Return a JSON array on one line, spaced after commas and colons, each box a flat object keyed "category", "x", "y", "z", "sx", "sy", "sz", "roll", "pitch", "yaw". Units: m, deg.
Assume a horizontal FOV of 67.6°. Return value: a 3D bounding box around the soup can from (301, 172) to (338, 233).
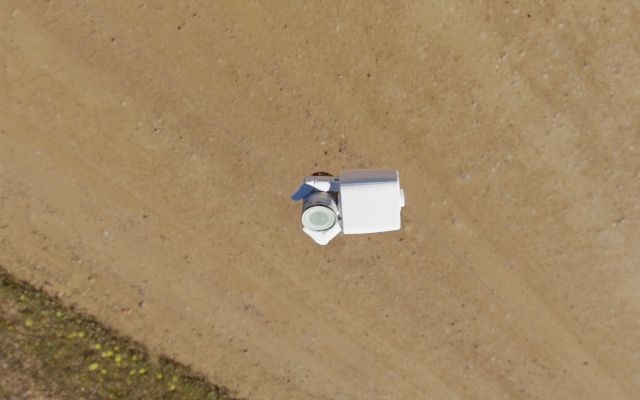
[{"category": "soup can", "x": 0.000, "y": 0.003, "z": 0.897, "sx": 0.068, "sy": 0.069, "sz": 0.102, "roll": 0, "pitch": 40, "yaw": 3}]
